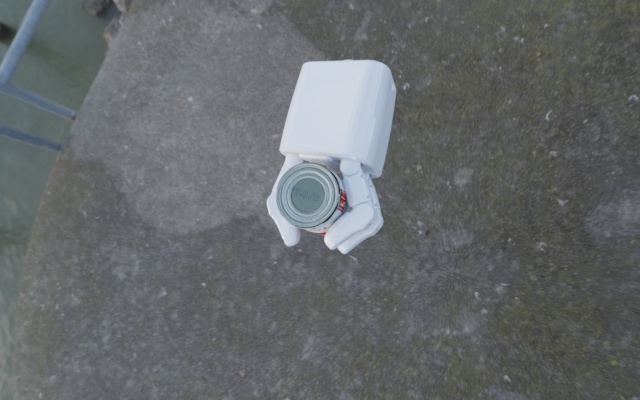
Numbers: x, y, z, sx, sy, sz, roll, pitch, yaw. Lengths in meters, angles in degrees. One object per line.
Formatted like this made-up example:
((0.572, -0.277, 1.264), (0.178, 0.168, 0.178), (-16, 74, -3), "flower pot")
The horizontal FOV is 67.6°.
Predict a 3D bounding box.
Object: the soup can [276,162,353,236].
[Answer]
((0.000, 0.002, 0.514), (0.068, 0.068, 0.102), (0, -9, 15), "soup can")
